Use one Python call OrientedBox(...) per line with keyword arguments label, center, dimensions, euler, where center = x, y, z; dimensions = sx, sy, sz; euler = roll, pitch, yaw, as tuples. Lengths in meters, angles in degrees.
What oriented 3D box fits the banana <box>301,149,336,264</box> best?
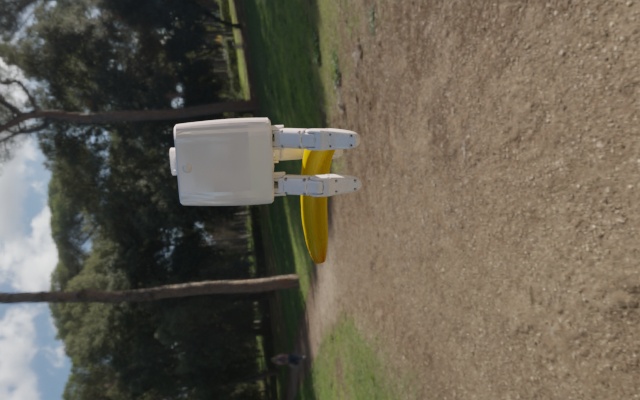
OrientedBox(label="banana", center=(-0.004, -0.011, 0.608), dimensions=(0.037, 0.198, 0.069), euler=(-3, 35, -14))
